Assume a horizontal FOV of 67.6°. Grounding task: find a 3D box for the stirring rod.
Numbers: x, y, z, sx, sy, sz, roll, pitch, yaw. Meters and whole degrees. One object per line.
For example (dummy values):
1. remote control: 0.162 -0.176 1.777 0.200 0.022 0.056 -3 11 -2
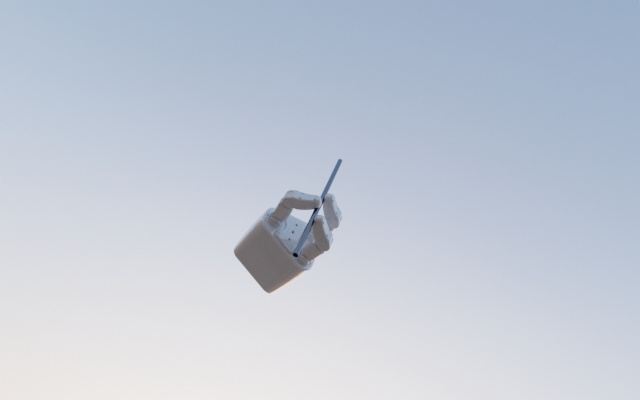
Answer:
1. stirring rod: 0.000 0.002 0.730 0.011 0.011 0.239 0 36 20
